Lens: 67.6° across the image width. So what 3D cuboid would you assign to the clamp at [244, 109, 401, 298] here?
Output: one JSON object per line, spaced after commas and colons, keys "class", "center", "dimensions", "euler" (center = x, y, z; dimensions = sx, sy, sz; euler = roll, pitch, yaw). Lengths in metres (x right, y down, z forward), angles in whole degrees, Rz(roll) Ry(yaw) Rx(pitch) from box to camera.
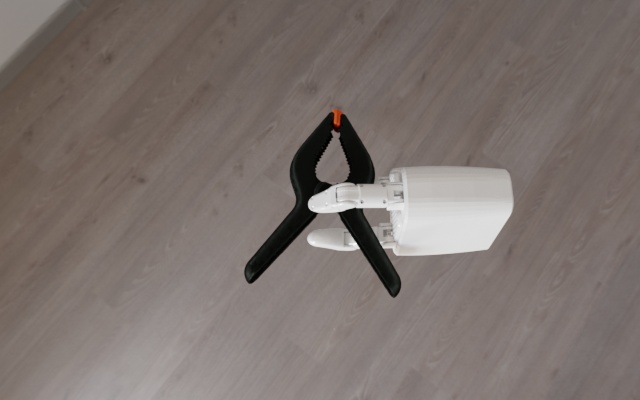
{"class": "clamp", "center": [0.000, 0.001, 0.523], "dimensions": [0.164, 0.210, 0.036], "euler": [-1, -15, -1]}
